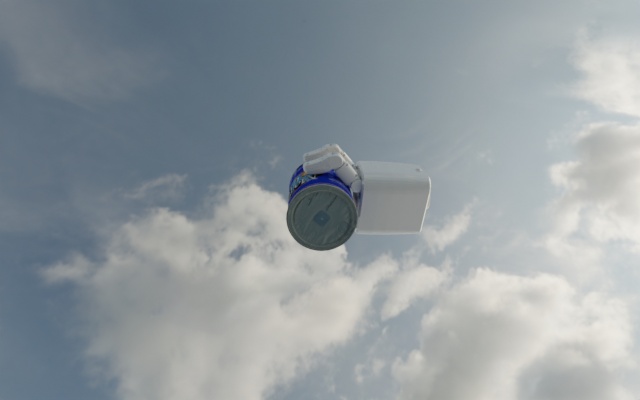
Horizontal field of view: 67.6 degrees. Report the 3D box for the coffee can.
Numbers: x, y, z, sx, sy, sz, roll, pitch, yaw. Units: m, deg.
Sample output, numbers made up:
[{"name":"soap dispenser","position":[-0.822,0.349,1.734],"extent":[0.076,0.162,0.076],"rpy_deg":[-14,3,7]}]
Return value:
[{"name":"coffee can","position":[0.000,0.003,0.748],"extent":[0.103,0.103,0.140],"rpy_deg":[0,21,-2]}]
